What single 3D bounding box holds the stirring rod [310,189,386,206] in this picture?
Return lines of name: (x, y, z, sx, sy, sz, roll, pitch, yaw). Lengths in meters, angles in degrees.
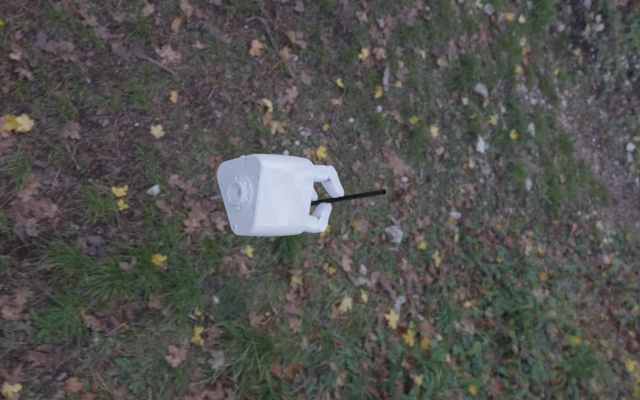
stirring rod: (0.000, 0.003, 0.779, 0.239, 0.011, 0.011, -9, -6, 37)
